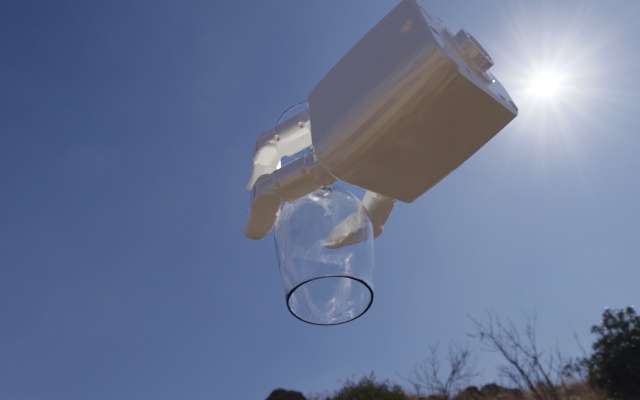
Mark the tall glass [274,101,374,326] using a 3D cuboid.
[{"bbox_3d":[0.000,0.001,0.403,0.079,0.079,0.200,-3,45,-3],"label":"tall glass"}]
